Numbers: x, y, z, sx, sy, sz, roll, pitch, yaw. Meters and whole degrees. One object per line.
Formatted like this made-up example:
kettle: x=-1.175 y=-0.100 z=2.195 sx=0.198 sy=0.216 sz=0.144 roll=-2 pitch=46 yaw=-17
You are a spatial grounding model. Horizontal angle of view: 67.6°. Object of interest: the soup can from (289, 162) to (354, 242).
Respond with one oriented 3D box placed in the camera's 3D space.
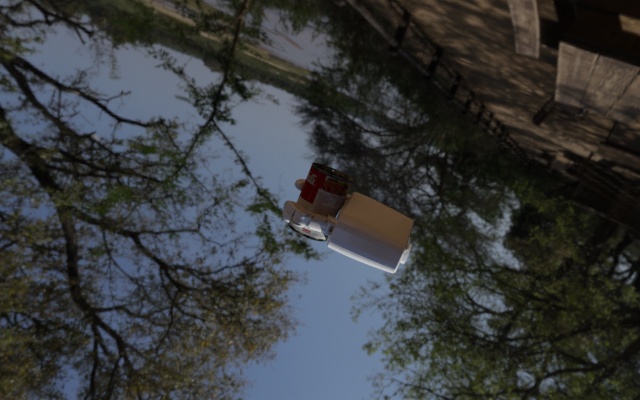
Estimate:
soup can: x=0.000 y=0.002 z=0.722 sx=0.068 sy=0.102 sz=0.068 roll=22 pitch=12 yaw=-5
